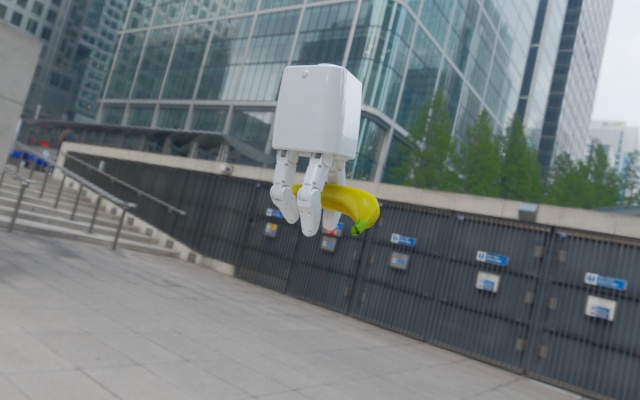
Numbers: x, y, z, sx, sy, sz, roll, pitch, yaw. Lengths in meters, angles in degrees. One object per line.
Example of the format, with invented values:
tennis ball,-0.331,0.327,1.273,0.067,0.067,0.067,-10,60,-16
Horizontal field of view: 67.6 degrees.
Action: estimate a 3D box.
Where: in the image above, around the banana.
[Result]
banana,0.018,0.001,0.618,0.069,0.037,0.197,-6,14,-29
